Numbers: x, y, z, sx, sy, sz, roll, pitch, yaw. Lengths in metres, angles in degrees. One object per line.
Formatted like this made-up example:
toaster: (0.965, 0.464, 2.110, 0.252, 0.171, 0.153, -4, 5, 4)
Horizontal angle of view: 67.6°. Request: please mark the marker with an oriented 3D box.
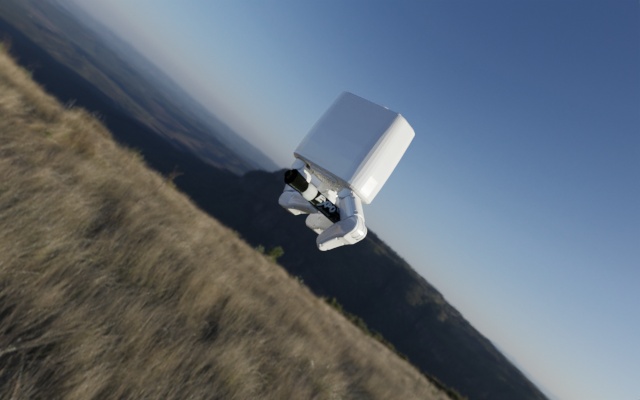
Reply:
marker: (0.000, 0.002, 0.536, 0.020, 0.020, 0.121, 0, -30, 41)
